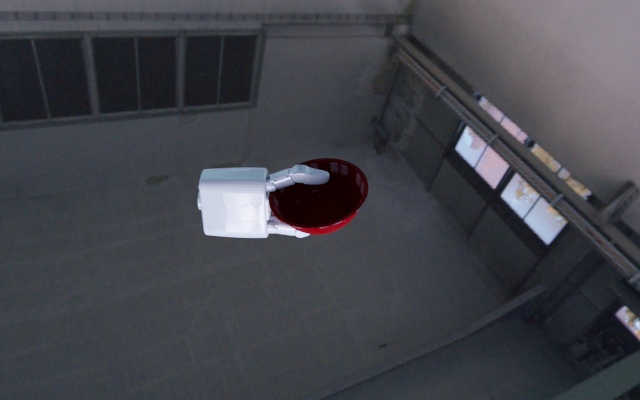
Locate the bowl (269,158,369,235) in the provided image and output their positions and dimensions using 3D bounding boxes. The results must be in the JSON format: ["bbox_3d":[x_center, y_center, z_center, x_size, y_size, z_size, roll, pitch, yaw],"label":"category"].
[{"bbox_3d":[0.001,0.003,0.776,0.162,0.055,0.162,-7,44,7],"label":"bowl"}]
